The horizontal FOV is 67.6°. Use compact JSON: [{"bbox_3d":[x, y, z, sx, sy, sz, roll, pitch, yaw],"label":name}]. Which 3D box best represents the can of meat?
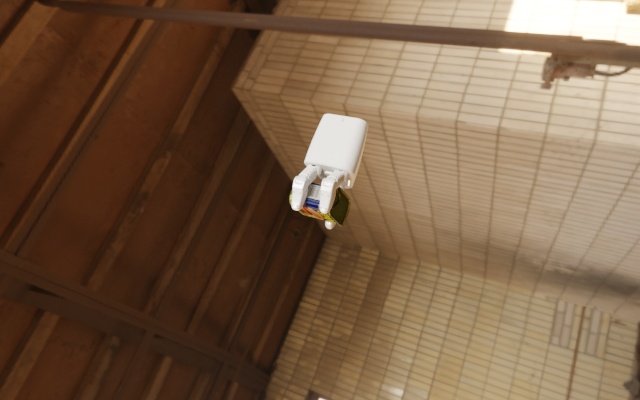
[{"bbox_3d":[0.000,0.003,0.896,0.084,0.057,0.102,13,-14,23],"label":"can of meat"}]
